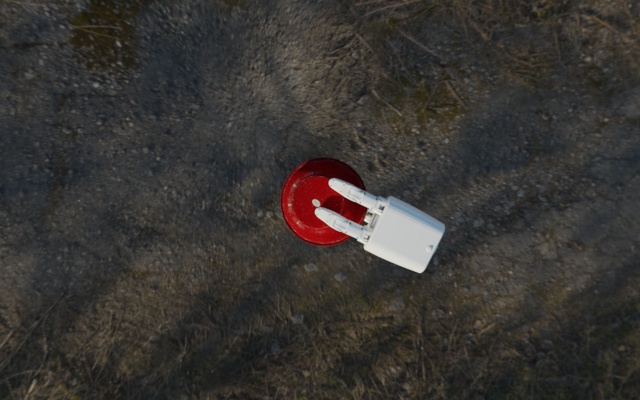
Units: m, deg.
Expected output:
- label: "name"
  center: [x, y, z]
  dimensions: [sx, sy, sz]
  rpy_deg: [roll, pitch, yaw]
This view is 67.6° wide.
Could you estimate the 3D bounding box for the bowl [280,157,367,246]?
- label: "bowl"
  center: [-0.001, 0.002, 0.840]
  dimensions: [0.162, 0.162, 0.055]
  rpy_deg: [0, 1, 12]
